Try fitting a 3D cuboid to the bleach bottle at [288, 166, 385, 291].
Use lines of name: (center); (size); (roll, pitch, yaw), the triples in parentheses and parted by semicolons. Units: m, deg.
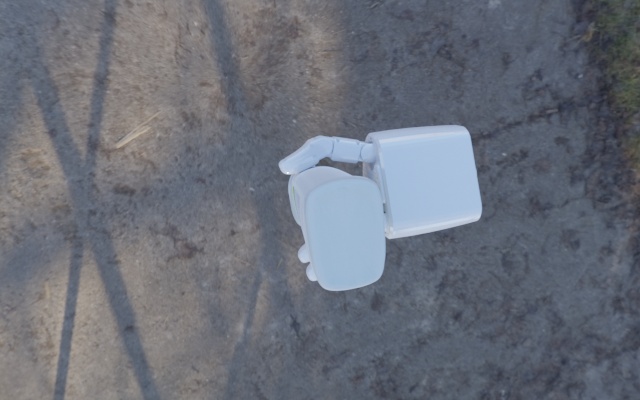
bleach bottle: (0.000, 0.002, 0.514); (0.068, 0.102, 0.250); (-9, 16, -9)
